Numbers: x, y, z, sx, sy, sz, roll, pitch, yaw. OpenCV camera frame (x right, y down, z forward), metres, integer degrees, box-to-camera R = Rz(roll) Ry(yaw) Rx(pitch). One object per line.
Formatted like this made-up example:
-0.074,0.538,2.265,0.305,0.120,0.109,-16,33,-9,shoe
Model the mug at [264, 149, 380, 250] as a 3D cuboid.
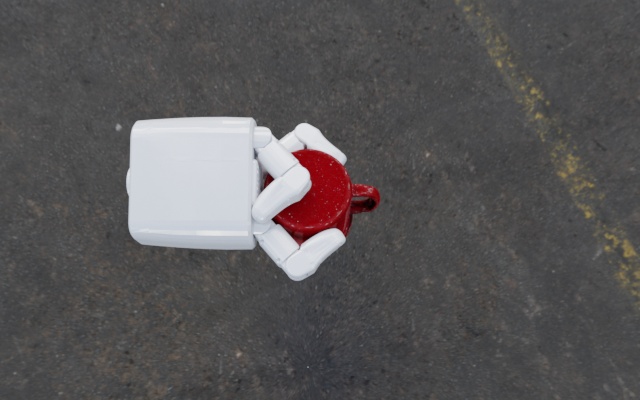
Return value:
0.002,0.002,0.467,0.117,0.093,0.081,-1,-19,-1,mug
